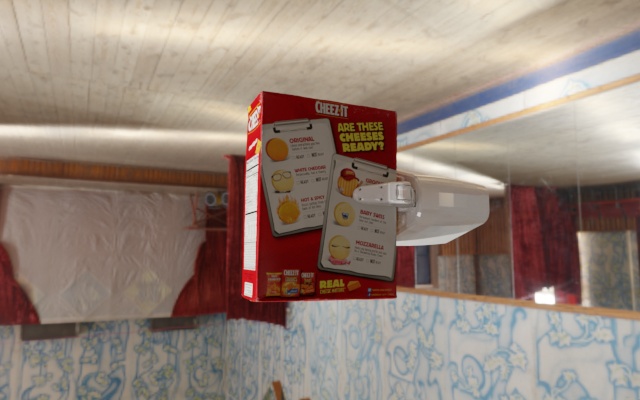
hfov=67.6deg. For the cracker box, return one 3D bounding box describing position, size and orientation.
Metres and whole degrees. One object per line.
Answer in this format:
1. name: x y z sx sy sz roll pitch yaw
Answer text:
1. cracker box: 0.000 0.002 0.531 0.164 0.213 0.072 4 -8 -24
